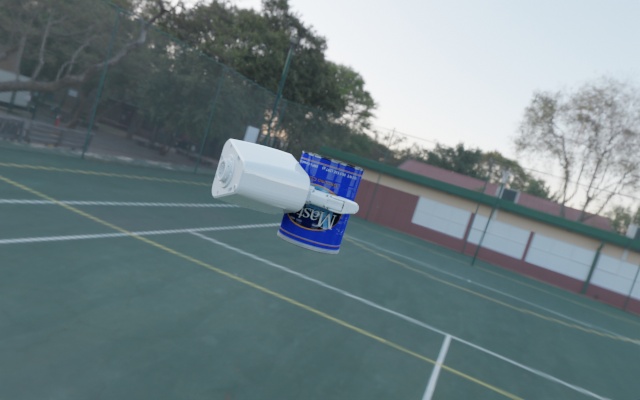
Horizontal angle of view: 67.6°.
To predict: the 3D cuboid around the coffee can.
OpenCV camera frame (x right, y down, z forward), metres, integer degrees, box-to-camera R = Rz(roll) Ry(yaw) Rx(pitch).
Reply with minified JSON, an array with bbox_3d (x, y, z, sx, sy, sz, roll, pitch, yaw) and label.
[{"bbox_3d":[0.000,0.003,0.758,0.103,0.140,0.103,17,4,-1],"label":"coffee can"}]
